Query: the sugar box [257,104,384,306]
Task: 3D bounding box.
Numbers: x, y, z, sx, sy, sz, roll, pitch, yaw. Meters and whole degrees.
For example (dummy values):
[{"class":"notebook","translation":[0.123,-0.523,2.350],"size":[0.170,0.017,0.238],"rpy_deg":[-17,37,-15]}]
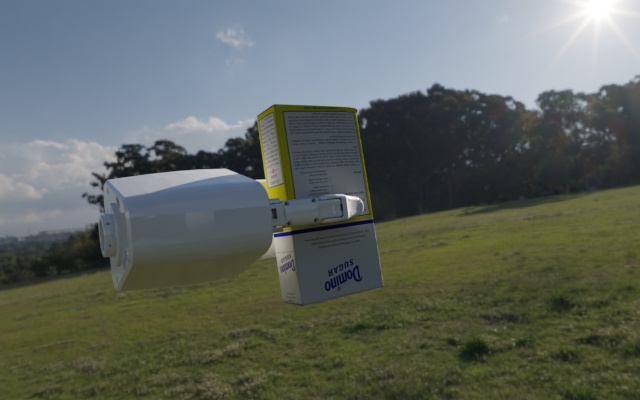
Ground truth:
[{"class":"sugar box","translation":[0.000,0.001,0.447],"size":[0.093,0.176,0.048],"rpy_deg":[-5,-2,-32]}]
